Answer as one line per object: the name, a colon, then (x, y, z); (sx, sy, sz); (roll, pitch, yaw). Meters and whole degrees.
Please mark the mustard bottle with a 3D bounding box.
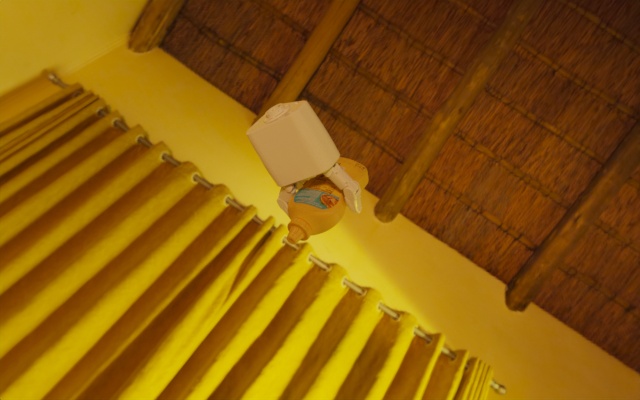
mustard bottle: (0.000, 0.003, 0.810); (0.096, 0.058, 0.191); (15, 47, 28)
